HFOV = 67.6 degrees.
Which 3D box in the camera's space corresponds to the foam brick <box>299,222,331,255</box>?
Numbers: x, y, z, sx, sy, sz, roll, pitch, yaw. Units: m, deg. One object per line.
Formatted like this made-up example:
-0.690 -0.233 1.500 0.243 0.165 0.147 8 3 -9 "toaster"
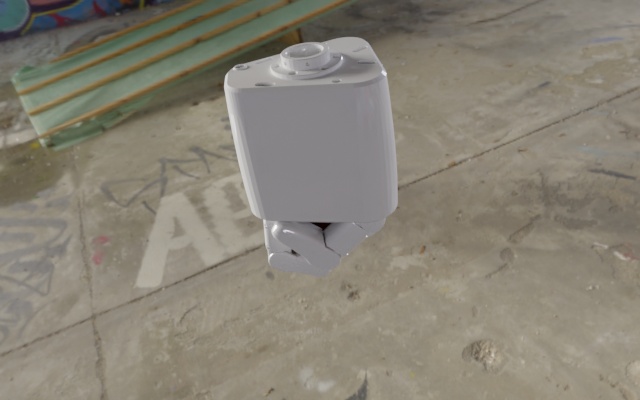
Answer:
0.000 0.001 0.419 0.053 0.051 0.078 -10 36 -1 "foam brick"
